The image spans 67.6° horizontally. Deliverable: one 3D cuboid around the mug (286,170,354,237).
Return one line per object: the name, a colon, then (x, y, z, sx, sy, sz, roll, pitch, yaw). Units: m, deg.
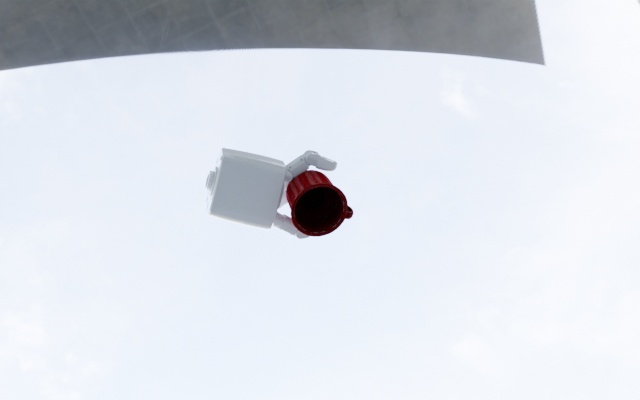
mug: (0.001, 0.003, 0.786, 0.117, 0.093, 0.081, 14, 20, -21)
